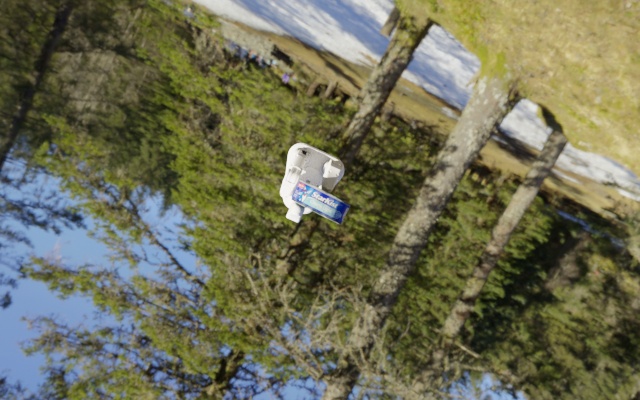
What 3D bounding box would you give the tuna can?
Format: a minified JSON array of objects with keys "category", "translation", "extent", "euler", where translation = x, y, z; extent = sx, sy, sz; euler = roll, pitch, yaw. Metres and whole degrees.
[{"category":"tuna can","translation":[0.000,0.003,0.715],"extent":[0.086,0.034,0.086],"euler":[27,0,0]}]
